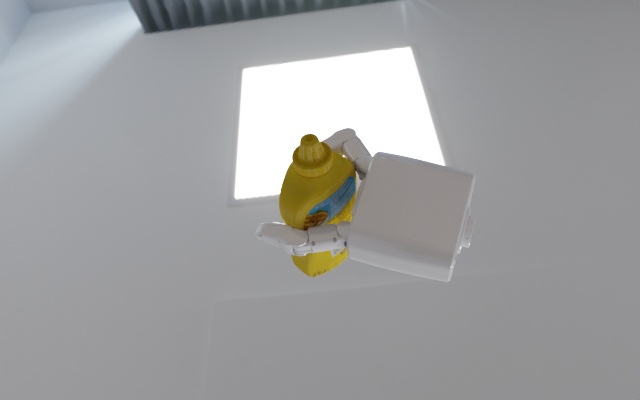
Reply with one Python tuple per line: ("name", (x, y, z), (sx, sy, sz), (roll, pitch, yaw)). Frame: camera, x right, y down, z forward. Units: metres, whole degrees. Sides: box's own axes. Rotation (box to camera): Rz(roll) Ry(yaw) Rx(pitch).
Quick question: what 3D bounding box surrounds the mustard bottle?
("mustard bottle", (0.000, 0.002, 0.526), (0.096, 0.192, 0.058), (-39, 57, -22))
